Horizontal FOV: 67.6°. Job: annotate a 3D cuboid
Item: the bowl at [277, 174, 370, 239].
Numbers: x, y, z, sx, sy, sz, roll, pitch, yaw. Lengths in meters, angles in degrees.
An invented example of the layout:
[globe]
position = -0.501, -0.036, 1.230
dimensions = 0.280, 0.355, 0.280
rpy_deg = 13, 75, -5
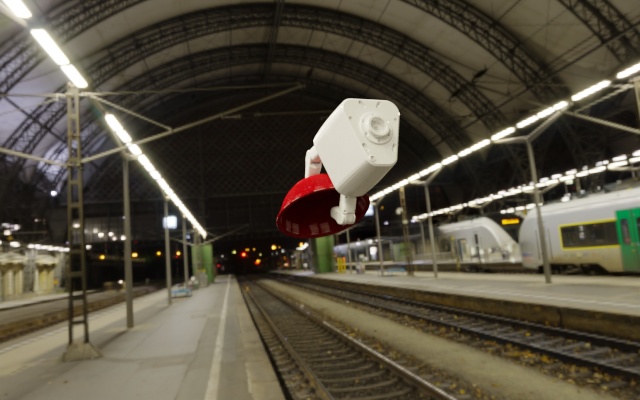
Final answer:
[bowl]
position = -0.001, 0.003, 0.814
dimensions = 0.162, 0.055, 0.162
rpy_deg = -12, -31, -7
